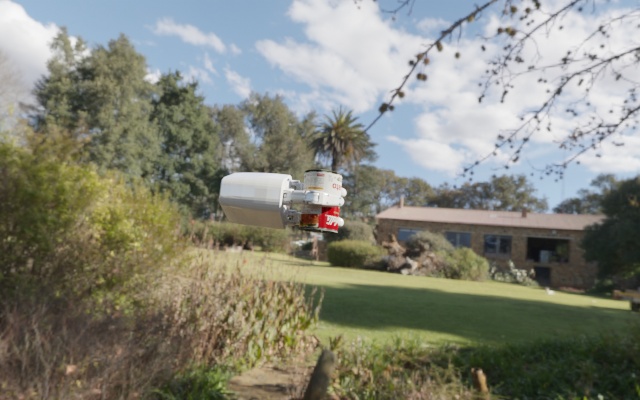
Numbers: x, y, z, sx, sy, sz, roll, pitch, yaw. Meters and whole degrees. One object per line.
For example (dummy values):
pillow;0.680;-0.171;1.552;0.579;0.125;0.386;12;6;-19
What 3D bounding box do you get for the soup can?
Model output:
soup can;0.001;0.002;0.824;0.068;0.102;0.068;5;-8;1
